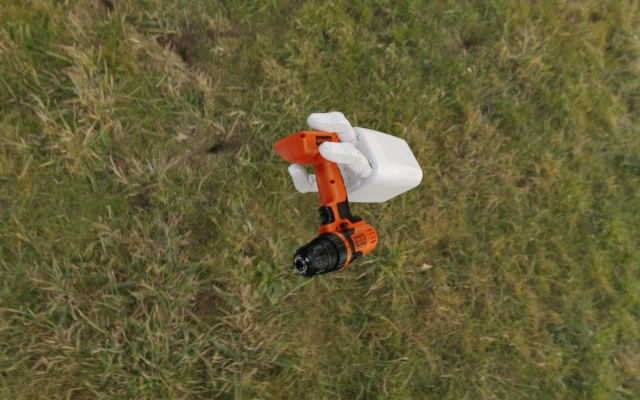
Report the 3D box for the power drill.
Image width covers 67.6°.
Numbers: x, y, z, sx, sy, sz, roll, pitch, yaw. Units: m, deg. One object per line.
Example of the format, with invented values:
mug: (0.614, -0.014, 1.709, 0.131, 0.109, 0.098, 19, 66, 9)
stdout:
power drill: (0.000, 0.002, 0.647, 0.057, 0.187, 0.184, -19, -3, 30)
